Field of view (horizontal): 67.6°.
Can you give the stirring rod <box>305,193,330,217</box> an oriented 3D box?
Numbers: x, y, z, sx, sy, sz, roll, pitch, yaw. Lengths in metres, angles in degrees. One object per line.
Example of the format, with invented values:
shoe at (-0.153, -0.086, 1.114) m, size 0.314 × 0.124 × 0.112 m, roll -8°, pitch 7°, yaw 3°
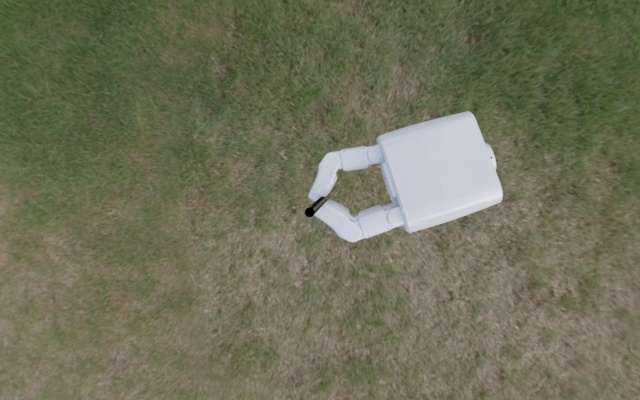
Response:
stirring rod at (0.000, 0.002, 0.503) m, size 0.011 × 0.011 × 0.239 m, roll 0°, pitch 4°, yaw 4°
